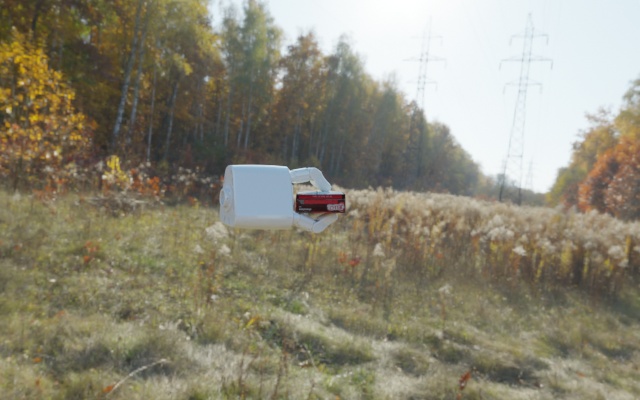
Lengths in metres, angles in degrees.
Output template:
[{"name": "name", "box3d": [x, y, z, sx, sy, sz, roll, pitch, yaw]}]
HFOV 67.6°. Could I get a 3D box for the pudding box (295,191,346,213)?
[{"name": "pudding box", "box3d": [0.000, 0.003, 0.894, 0.090, 0.039, 0.113, 1, 5, 0]}]
